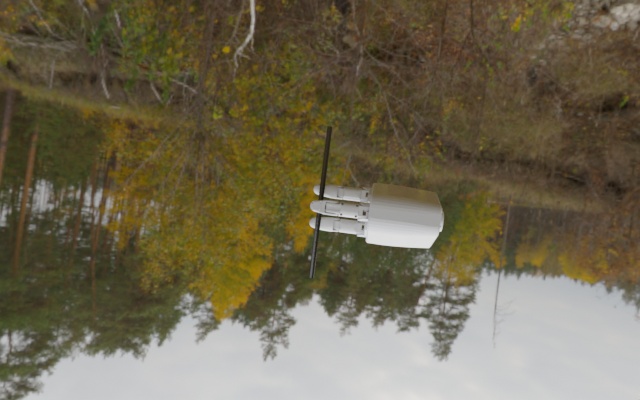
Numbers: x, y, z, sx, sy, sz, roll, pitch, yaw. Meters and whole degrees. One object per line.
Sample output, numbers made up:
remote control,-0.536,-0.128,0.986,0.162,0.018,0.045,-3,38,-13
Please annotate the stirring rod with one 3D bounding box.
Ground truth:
stirring rod,0.000,0.002,0.756,0.011,0.239,0.011,7,-1,0
